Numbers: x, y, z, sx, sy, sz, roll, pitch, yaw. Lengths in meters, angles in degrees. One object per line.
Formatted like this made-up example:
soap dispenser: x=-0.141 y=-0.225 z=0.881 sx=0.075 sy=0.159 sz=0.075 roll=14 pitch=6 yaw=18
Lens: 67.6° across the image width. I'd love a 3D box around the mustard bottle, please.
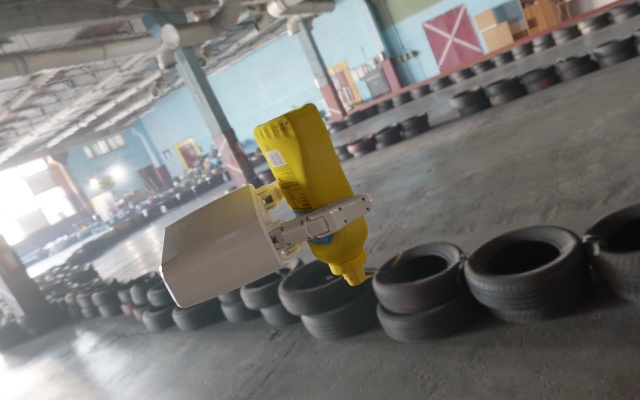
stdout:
mustard bottle: x=0.000 y=0.001 z=0.487 sx=0.058 sy=0.192 sz=0.096 roll=-30 pitch=13 yaw=-26
